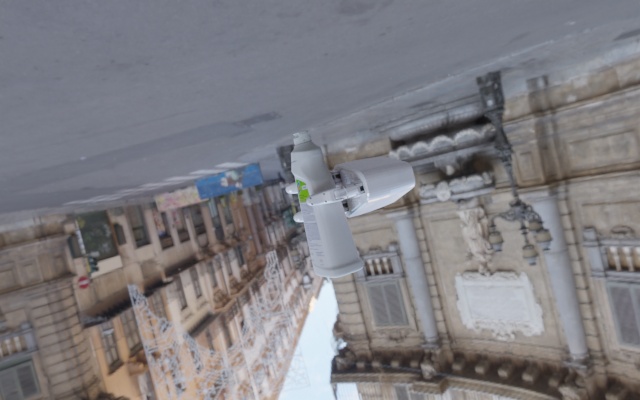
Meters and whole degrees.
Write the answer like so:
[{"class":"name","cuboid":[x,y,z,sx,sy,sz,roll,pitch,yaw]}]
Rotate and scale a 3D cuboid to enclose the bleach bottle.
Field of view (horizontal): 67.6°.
[{"class":"bleach bottle","cuboid":[0.000,0.003,0.826,0.068,0.251,0.102,-15,3,-26]}]
